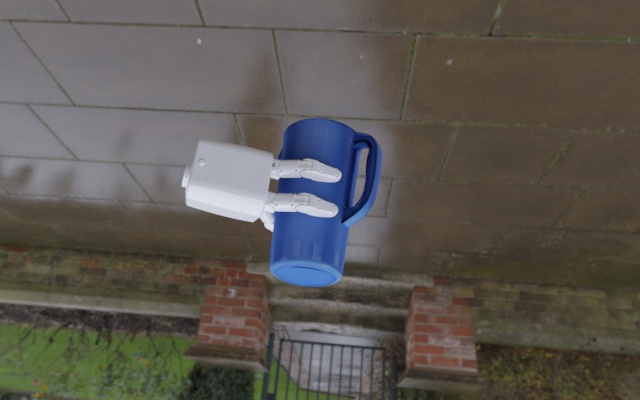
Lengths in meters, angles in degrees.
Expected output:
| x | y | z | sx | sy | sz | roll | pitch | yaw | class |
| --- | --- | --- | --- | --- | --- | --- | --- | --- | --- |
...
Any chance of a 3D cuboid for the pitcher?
| x | y | z | sx | sy | sz | roll | pitch | yaw | class |
| --- | --- | --- | --- | --- | --- | --- | --- | --- | --- |
| 0.000 | 0.002 | 0.739 | 0.145 | 0.242 | 0.149 | 13 | -27 | -13 | pitcher |
